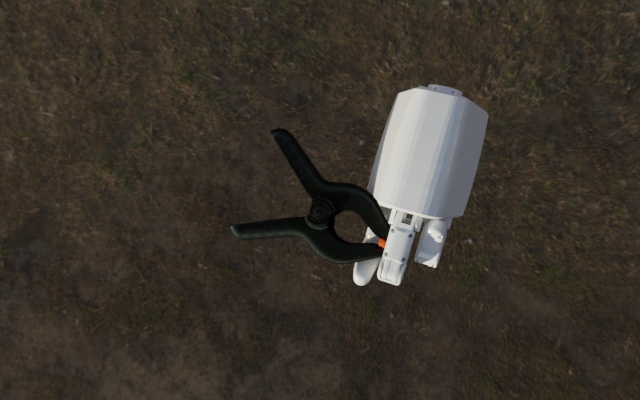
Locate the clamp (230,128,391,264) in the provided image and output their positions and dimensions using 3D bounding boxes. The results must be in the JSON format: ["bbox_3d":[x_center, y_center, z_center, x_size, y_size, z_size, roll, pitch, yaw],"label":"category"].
[{"bbox_3d":[0.000,0.002,0.471,0.171,0.120,0.039,16,9,12],"label":"clamp"}]
